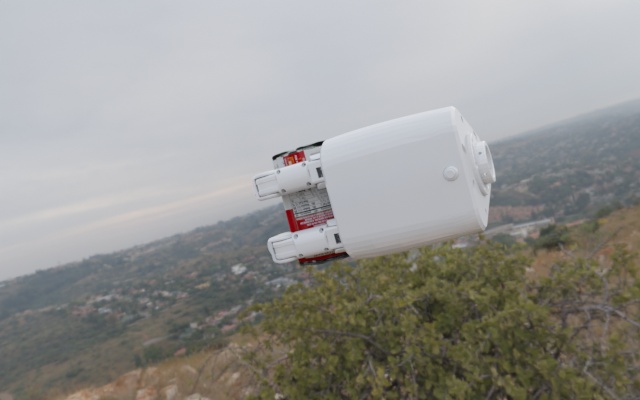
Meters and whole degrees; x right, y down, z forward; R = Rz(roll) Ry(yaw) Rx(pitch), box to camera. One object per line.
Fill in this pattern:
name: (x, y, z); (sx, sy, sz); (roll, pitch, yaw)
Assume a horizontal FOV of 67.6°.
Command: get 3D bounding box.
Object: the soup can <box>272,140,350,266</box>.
soup can: (0.000, 0.001, 0.435); (0.068, 0.102, 0.068); (-15, 2, 0)
